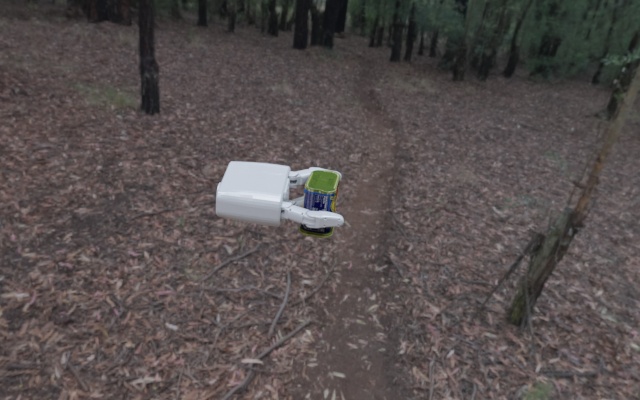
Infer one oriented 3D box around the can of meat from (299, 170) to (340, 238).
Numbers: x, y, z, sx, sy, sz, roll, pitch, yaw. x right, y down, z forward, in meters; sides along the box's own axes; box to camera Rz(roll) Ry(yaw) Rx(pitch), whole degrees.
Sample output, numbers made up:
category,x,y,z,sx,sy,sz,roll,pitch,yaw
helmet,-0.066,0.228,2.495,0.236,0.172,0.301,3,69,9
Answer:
category,x,y,z,sx,sy,sz,roll,pitch,yaw
can of meat,0.000,0.002,0.811,0.057,0.084,0.102,8,24,4
